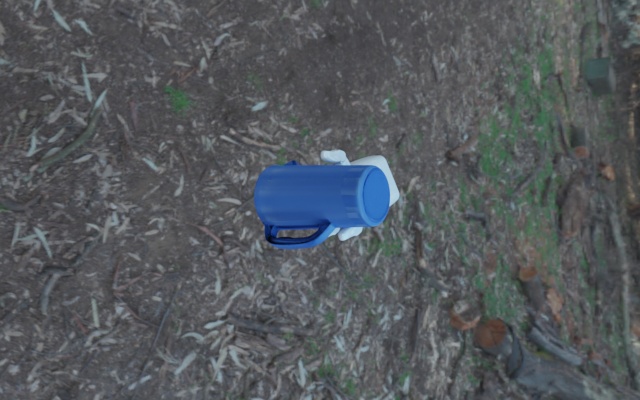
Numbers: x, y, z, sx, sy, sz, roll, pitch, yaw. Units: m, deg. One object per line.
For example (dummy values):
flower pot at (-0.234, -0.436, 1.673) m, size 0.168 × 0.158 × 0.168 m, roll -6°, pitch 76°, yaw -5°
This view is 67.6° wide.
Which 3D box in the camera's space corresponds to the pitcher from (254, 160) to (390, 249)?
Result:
pitcher at (0.000, 0.003, 0.895) m, size 0.243 × 0.149 × 0.145 m, roll -1°, pitch 16°, yaw 38°
